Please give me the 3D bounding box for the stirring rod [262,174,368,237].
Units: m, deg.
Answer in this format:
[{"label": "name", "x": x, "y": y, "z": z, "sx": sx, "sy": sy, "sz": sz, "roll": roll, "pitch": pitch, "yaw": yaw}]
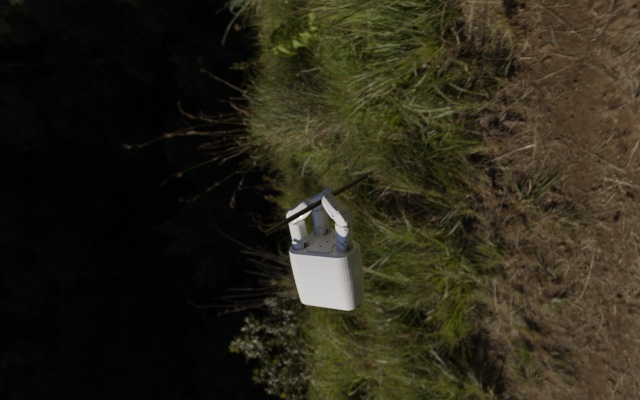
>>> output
[{"label": "stirring rod", "x": 0.000, "y": 0.002, "z": 0.746, "sx": 0.011, "sy": 0.011, "sz": 0.239, "roll": 0, "pitch": 22, "yaw": 45}]
